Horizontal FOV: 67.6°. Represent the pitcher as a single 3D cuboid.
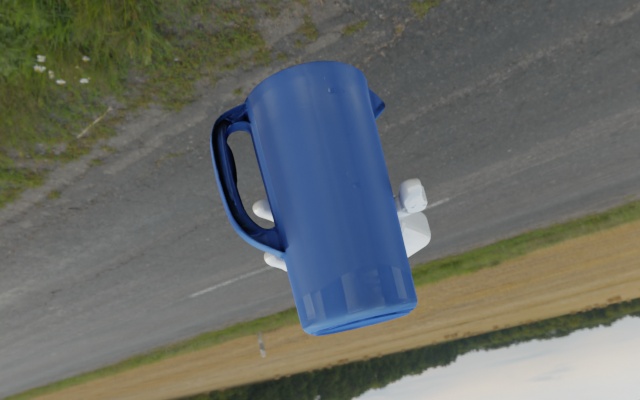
[{"bbox_3d":[0.000,0.002,0.464,0.149,0.242,0.145,-23,-21,26],"label":"pitcher"}]
